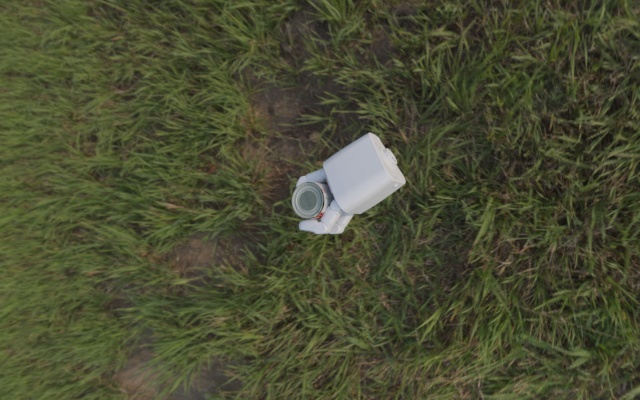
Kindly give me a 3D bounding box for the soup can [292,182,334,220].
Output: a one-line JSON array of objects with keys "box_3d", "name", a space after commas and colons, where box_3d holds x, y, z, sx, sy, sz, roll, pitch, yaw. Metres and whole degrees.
[{"box_3d": [0.000, 0.003, 0.889, 0.068, 0.068, 0.102, 0, -3, 28], "name": "soup can"}]
